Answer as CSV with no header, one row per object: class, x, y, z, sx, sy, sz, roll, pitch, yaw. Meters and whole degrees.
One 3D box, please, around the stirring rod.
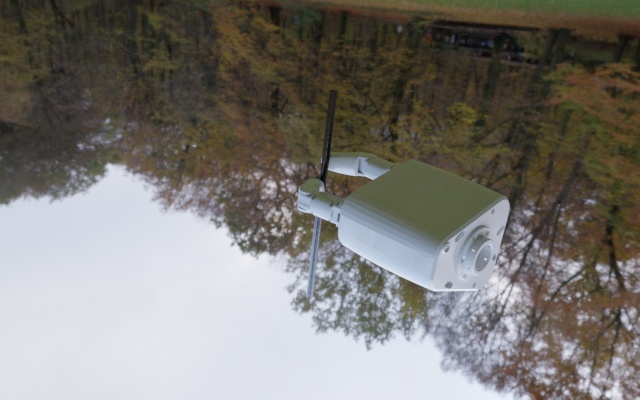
stirring rod,0.000,0.002,0.522,0.011,0.240,0.011,6,20,-2
